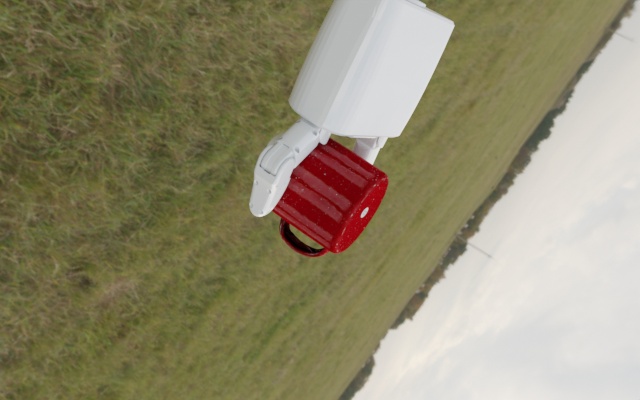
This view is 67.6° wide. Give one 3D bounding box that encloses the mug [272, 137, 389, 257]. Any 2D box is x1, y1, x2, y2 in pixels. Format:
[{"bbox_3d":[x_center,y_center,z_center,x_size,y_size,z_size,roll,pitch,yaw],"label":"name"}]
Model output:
[{"bbox_3d":[0.000,0.003,0.419,0.081,0.117,0.093,34,30,16],"label":"mug"}]
